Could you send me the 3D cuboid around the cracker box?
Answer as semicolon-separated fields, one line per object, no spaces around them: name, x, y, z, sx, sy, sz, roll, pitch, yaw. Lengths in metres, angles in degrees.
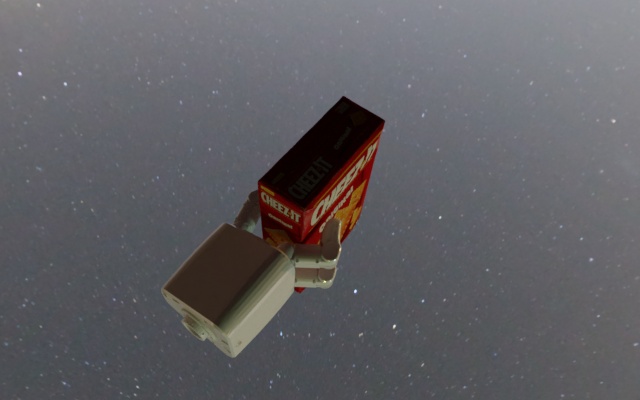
cracker box;0.000;0.002;0.611;0.072;0.164;0.214;32;-30;15
